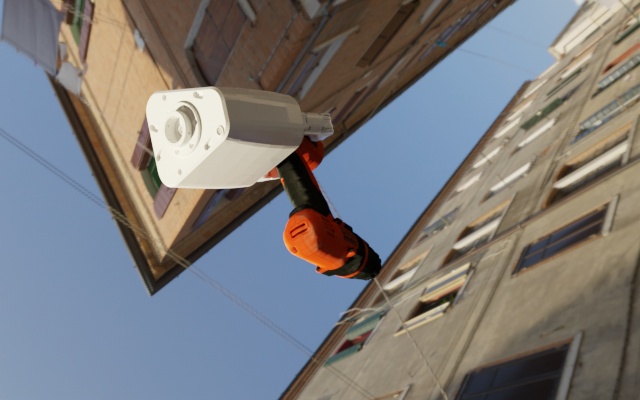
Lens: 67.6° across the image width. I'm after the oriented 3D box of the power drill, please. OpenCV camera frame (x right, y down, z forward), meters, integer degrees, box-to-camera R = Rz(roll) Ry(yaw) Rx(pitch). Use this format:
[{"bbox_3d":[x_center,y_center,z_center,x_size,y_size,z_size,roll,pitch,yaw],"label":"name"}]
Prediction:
[{"bbox_3d":[0.000,0.001,0.561,0.057,0.187,0.184,-32,-30,14],"label":"power drill"}]
